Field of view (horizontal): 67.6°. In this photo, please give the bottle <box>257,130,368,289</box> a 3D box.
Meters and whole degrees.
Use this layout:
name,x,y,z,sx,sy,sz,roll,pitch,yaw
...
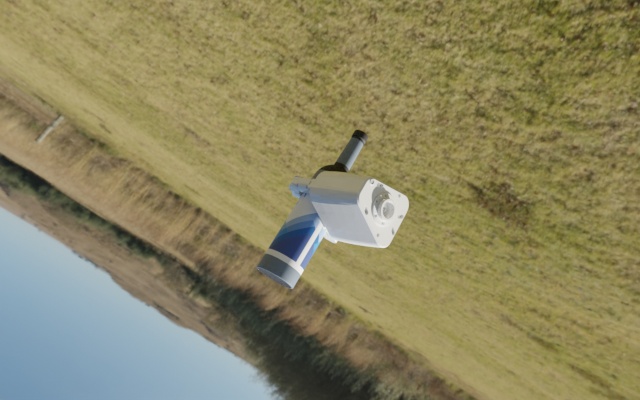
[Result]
name,x,y,z,sx,sy,sz,roll,pitch,yaw
bottle,0.000,0.003,0.797,0.069,0.295,0.069,28,-19,10
